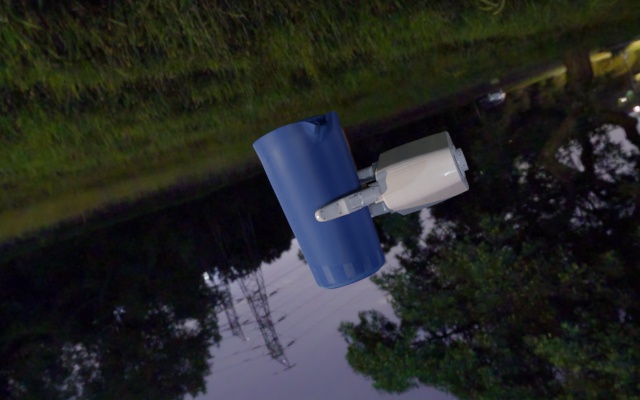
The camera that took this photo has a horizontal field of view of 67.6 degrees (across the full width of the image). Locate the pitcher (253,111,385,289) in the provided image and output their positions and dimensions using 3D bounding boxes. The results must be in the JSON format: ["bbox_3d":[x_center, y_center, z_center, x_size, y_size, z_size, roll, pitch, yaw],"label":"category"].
[{"bbox_3d":[0.000,0.002,0.716,0.145,0.243,0.149,-21,1,17],"label":"pitcher"}]
